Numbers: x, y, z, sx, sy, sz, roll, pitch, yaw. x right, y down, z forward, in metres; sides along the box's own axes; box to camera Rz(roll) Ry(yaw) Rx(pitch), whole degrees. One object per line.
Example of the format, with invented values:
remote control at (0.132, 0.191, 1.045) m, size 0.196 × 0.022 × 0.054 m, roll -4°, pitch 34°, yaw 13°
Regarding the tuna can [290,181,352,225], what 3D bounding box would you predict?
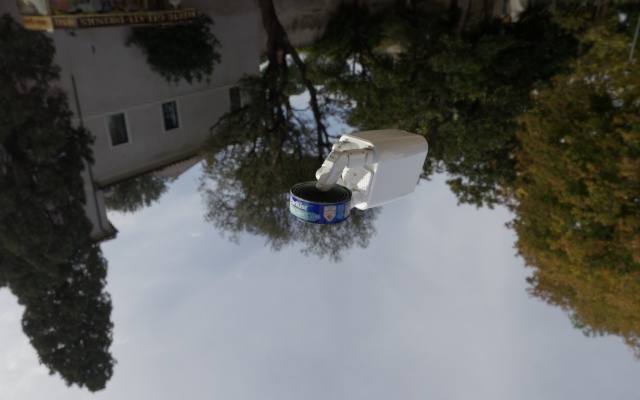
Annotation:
tuna can at (0.000, 0.003, 0.663) m, size 0.086 × 0.034 × 0.086 m, roll 4°, pitch 21°, yaw -1°
